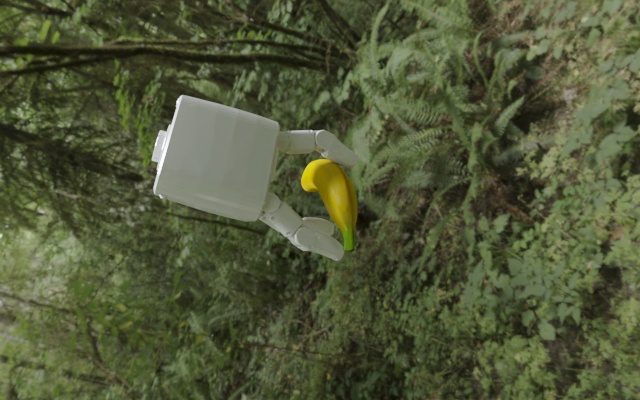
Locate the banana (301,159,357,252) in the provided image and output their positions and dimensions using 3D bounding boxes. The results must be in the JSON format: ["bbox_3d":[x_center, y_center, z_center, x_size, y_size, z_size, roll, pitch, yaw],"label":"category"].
[{"bbox_3d":[0.006,-0.014,0.561,0.037,0.070,0.197,10,19,-17],"label":"banana"}]
